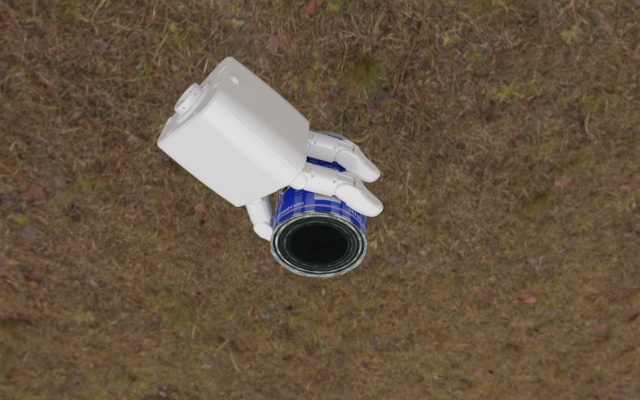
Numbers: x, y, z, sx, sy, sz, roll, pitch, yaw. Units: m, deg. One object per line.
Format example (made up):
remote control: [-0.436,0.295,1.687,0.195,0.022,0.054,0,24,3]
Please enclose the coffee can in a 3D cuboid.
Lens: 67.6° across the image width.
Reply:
coffee can: [0.000,0.002,0.550,0.103,0.103,0.140,0,43,2]
